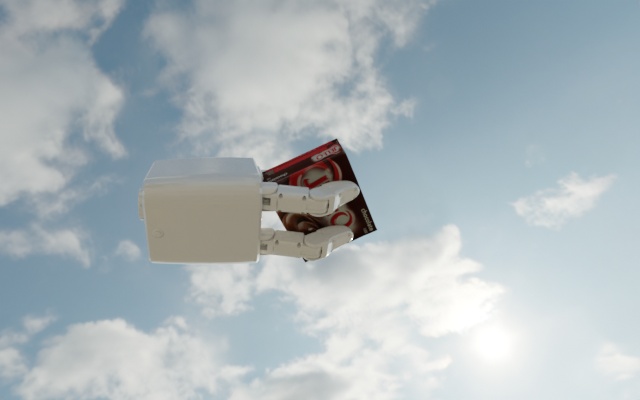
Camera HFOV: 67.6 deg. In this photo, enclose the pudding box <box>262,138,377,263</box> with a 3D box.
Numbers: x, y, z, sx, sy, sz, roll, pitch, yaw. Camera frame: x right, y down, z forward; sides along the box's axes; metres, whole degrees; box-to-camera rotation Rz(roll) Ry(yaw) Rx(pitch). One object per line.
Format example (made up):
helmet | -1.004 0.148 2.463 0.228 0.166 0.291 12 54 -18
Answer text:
pudding box | 0.000 0.002 0.512 0.090 0.114 0.039 -24 36 3
